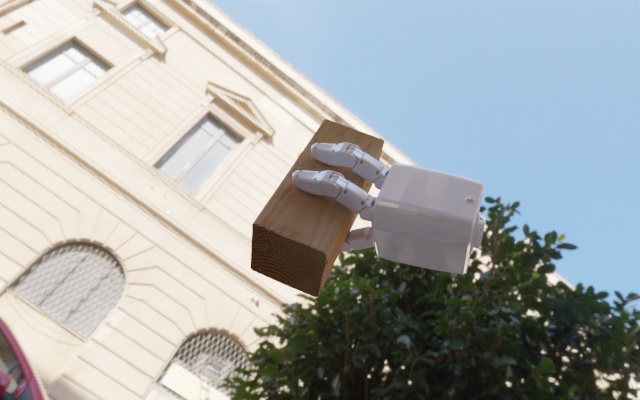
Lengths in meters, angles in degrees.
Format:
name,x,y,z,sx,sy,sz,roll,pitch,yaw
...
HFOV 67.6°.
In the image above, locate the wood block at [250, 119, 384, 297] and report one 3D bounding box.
name,x,y,z,sx,sy,sz,roll,pitch,yaw
wood block,0.000,0.002,0.595,0.090,0.091,0.206,21,48,10
